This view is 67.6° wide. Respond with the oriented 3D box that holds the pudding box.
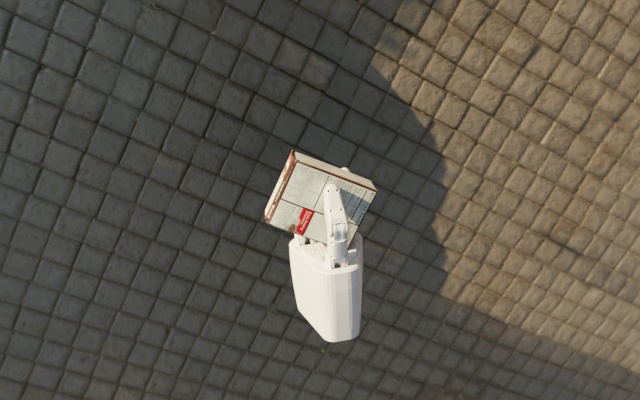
[{"bbox_3d":[0.000,0.002,0.580,0.113,0.090,0.039,20,18,-19],"label":"pudding box"}]
